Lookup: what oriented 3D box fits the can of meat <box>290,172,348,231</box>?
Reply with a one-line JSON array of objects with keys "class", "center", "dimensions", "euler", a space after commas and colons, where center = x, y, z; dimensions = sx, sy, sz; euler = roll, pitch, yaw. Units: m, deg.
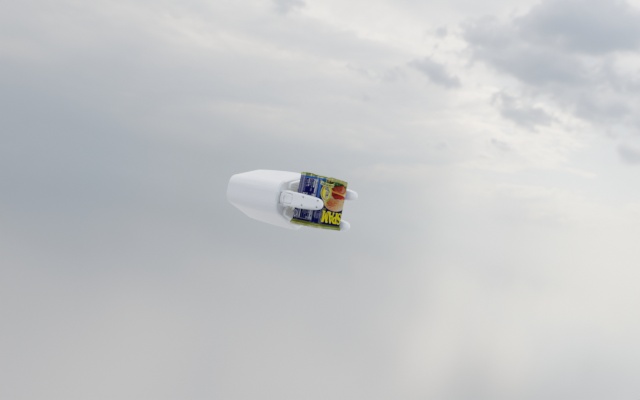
[{"class": "can of meat", "center": [0.000, 0.002, 0.787], "dimensions": [0.057, 0.084, 0.102], "euler": [10, -1, 29]}]
